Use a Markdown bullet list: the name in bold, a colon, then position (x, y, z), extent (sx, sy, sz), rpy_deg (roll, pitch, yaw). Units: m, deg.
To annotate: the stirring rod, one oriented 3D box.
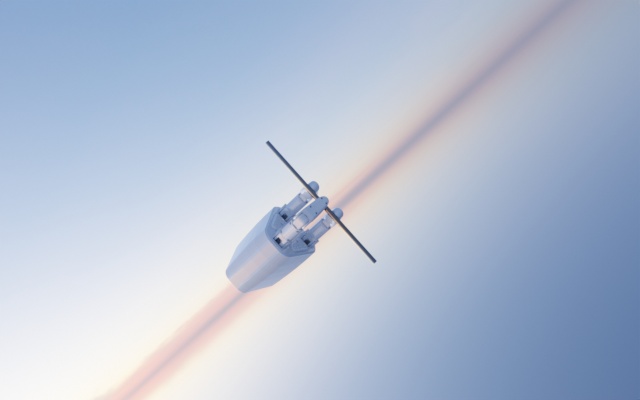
- **stirring rod**: position (0.000, 0.002, 0.708), extent (0.011, 0.239, 0.011), rpy_deg (-42, -2, -2)
